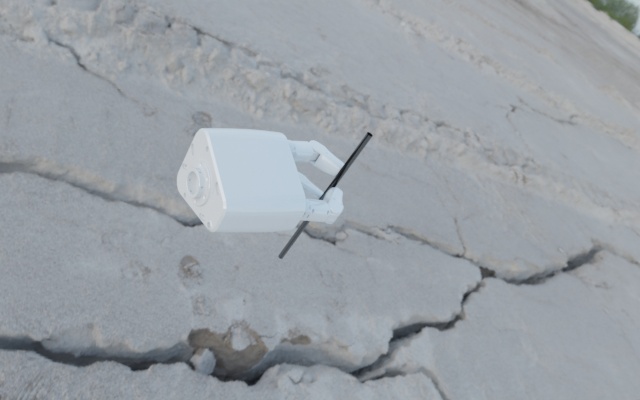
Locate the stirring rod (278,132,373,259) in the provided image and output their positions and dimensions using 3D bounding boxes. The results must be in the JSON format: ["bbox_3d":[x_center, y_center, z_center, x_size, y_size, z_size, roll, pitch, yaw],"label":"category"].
[{"bbox_3d":[0.000,0.002,0.635,0.011,0.011,0.240,0,-42,-41],"label":"stirring rod"}]
